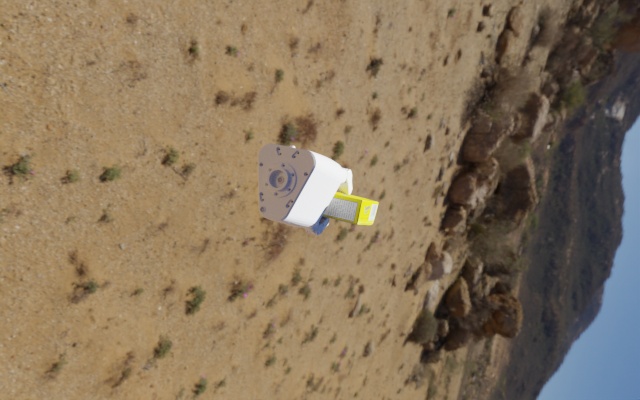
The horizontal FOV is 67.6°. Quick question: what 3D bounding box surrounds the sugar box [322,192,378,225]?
[{"bbox_3d":[0.000,0.002,0.812,0.176,0.048,0.093,15,3,22],"label":"sugar box"}]
